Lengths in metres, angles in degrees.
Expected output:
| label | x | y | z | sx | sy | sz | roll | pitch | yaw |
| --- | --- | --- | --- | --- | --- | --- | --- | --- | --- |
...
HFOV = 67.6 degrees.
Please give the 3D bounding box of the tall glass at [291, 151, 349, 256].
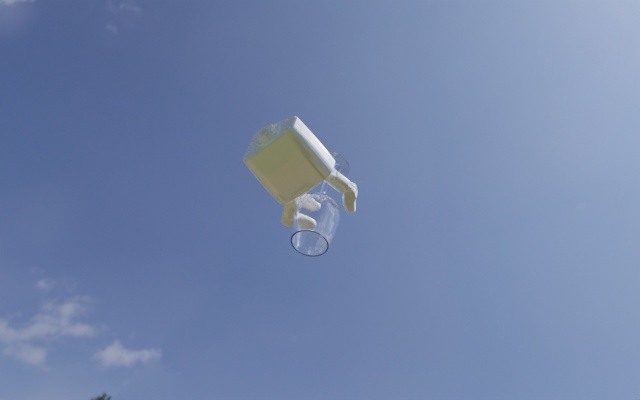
| label | x | y | z | sx | sy | sz | roll | pitch | yaw |
| --- | --- | --- | --- | --- | --- | --- | --- | --- | --- |
| tall glass | 0.000 | 0.002 | 0.831 | 0.079 | 0.079 | 0.201 | 0 | 42 | 14 |
